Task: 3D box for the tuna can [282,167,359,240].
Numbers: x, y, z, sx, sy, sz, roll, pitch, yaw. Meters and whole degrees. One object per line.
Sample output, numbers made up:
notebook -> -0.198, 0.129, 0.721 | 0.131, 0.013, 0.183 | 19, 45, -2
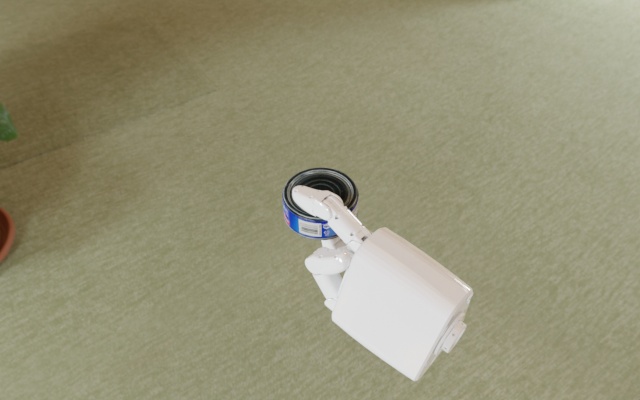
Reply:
tuna can -> 0.000, 0.001, 0.536 | 0.086, 0.086, 0.034 | -1, -45, 1
